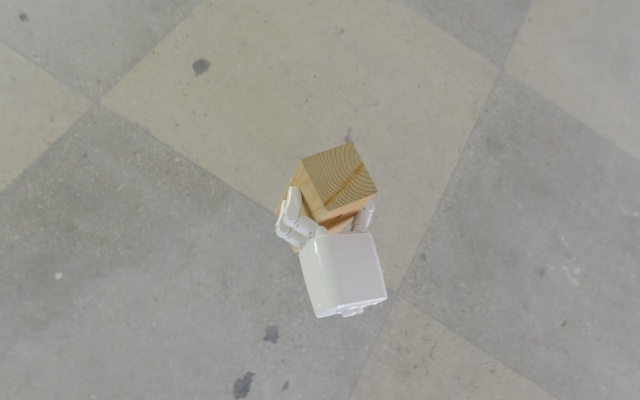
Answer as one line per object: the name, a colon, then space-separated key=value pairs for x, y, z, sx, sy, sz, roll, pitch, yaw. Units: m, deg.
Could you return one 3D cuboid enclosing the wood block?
wood block: x=0.001 y=0.003 z=0.777 sx=0.091 sy=0.090 sz=0.206 roll=-21 pitch=-14 yaw=-24
